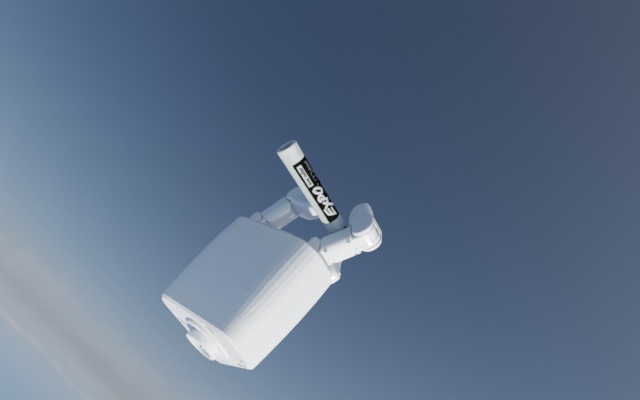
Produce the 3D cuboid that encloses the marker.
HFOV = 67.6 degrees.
[{"bbox_3d":[0.000,0.001,0.426,0.020,0.121,0.020,-26,23,12],"label":"marker"}]
